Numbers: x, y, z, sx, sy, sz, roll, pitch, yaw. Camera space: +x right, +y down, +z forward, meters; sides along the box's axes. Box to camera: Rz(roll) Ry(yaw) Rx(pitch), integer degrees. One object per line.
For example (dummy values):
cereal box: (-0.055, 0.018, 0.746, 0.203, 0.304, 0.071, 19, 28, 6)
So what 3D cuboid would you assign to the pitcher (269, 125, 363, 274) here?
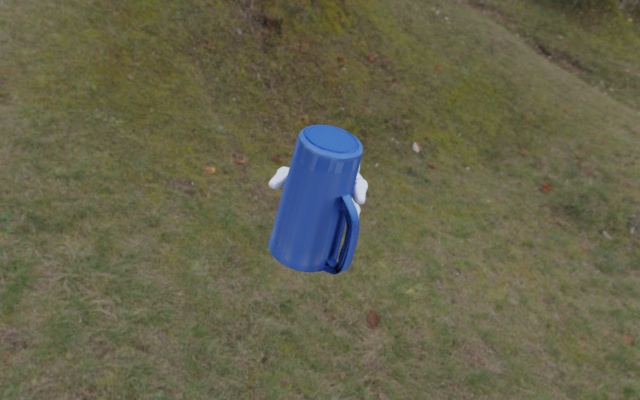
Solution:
pitcher: (0.000, 0.003, 0.829, 0.149, 0.243, 0.145, 13, 34, -3)
